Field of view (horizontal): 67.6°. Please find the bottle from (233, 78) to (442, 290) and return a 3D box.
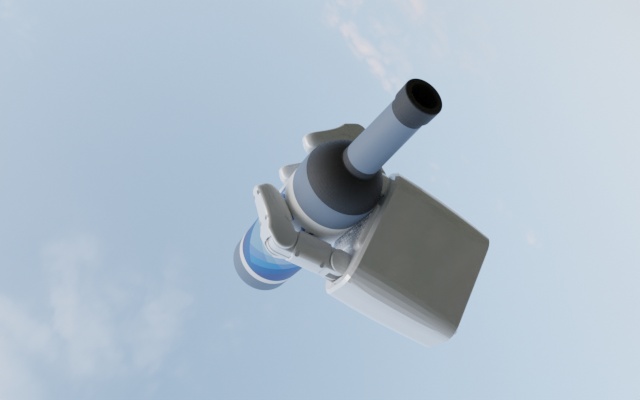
[{"bbox_3d":[0.000,0.001,0.405,0.069,0.069,0.296,0,-26,-29],"label":"bottle"}]
